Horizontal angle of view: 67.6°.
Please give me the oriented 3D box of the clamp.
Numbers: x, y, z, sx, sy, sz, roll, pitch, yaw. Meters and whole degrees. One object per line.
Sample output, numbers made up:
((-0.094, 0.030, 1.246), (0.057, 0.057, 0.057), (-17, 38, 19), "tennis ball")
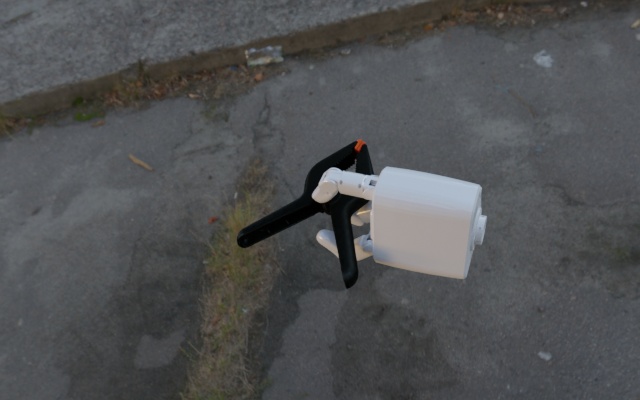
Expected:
((0.000, 0.001, 0.607), (0.164, 0.210, 0.036), (11, -35, 22), "clamp")
